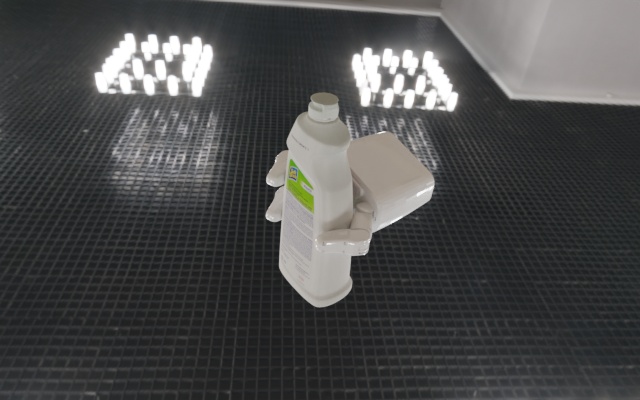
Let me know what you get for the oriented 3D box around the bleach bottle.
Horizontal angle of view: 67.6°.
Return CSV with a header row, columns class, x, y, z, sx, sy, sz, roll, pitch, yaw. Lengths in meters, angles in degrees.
class,x,y,z,sx,sy,sz,roll,pitch,yaw
bleach bottle,0.000,0.002,0.549,0.068,0.251,0.102,-24,46,-33
